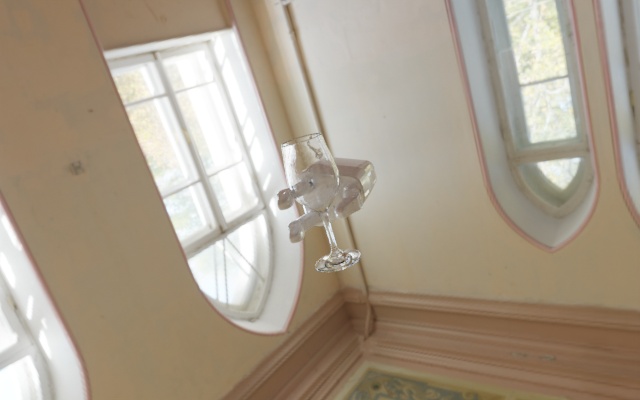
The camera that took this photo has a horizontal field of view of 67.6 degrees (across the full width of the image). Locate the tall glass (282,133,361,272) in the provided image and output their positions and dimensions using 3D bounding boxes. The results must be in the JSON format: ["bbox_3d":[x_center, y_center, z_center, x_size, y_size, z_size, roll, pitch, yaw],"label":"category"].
[{"bbox_3d":[0.000,0.003,0.723,0.079,0.201,0.079,-16,15,4],"label":"tall glass"}]
